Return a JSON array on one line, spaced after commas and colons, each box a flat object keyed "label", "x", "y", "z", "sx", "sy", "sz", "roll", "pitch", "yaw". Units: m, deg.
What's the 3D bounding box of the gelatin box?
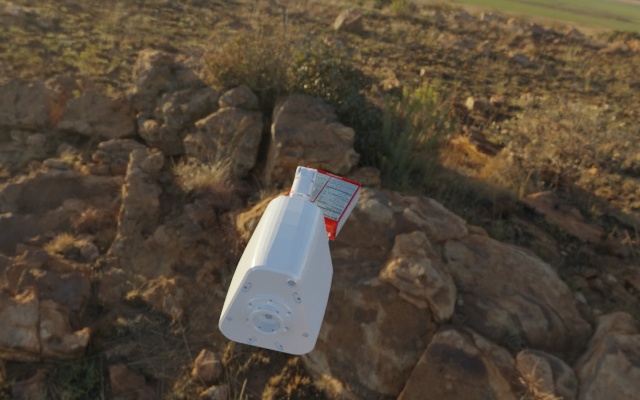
[{"label": "gelatin box", "x": 0.000, "y": 0.001, "z": 0.575, "sx": 0.073, "sy": 0.030, "sz": 0.089, "roll": 19, "pitch": 40, "yaw": 13}]
